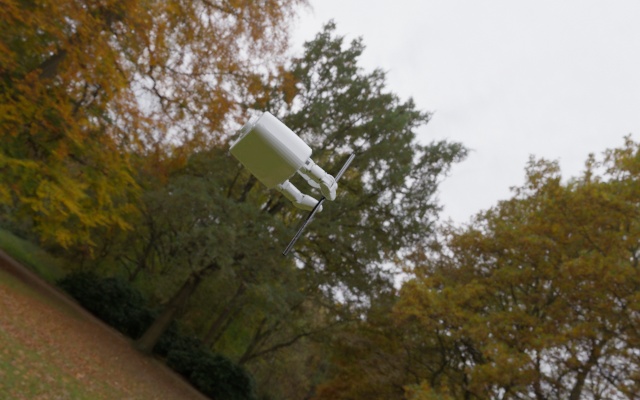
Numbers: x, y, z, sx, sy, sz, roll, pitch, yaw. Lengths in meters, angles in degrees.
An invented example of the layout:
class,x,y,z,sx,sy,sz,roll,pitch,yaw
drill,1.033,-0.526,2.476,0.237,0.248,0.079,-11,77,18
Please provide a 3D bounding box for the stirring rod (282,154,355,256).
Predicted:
class,x,y,z,sx,sy,sz,roll,pitch,yaw
stirring rod,0.000,0.003,0.871,0.011,0.239,0.011,29,-24,14
